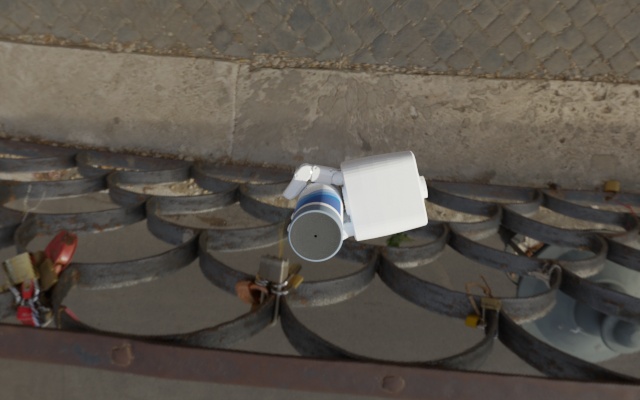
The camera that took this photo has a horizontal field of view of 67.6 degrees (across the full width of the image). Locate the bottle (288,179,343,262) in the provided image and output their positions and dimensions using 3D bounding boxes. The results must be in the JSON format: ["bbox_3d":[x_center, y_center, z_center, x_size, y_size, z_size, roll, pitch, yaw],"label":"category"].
[{"bbox_3d":[0.000,0.002,0.714,0.069,0.069,0.295,0,16,2],"label":"bottle"}]
